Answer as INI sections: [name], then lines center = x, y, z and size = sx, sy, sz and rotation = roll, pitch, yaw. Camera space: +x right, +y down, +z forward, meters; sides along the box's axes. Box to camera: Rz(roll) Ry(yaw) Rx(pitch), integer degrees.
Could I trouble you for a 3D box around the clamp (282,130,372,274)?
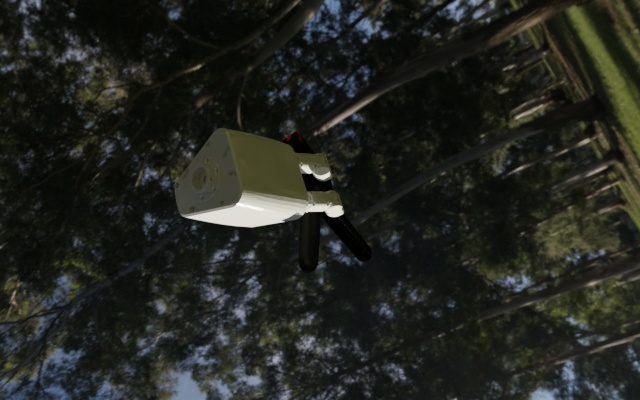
[clamp]
center = -0.001, 0.002, 0.668
size = 0.036, 0.210, 0.164
rotation = -29, -23, 28
